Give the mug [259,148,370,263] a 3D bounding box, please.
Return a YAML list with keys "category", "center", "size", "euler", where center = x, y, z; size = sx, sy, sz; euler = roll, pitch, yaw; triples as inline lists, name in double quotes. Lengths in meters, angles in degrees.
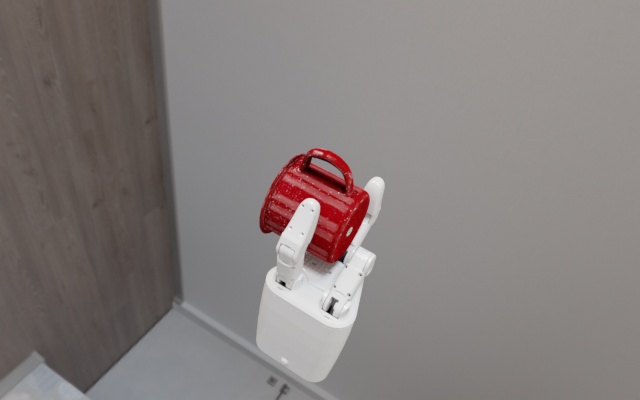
- category: "mug"
  center: [0.001, 0.001, 0.477]
  size: [0.081, 0.117, 0.093]
  euler: [28, 38, 15]
